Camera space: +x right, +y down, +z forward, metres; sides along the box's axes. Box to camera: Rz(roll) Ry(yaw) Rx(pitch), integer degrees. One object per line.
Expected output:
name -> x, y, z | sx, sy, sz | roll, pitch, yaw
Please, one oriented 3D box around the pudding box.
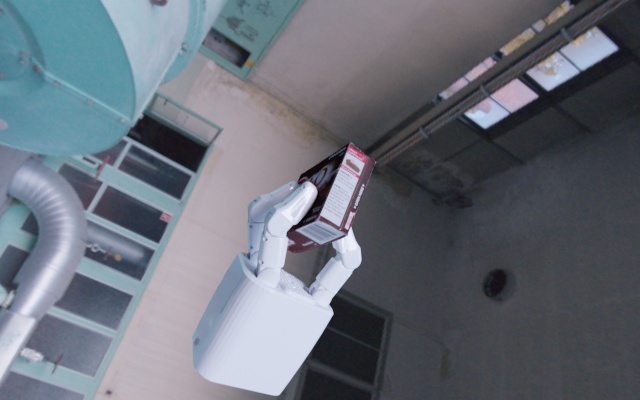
pudding box -> 0.000, 0.002, 0.490 | 0.039, 0.090, 0.113 | 32, -27, -20
